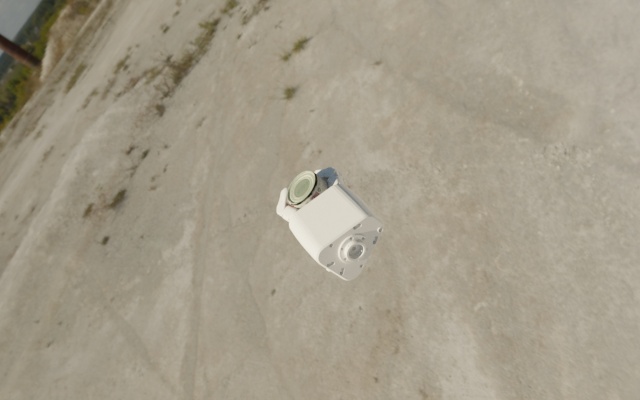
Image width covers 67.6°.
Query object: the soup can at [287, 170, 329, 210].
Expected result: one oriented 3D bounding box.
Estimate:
[{"bbox_3d":[0.000,0.002,0.816,0.068,0.068,0.102,0,-29,48],"label":"soup can"}]
